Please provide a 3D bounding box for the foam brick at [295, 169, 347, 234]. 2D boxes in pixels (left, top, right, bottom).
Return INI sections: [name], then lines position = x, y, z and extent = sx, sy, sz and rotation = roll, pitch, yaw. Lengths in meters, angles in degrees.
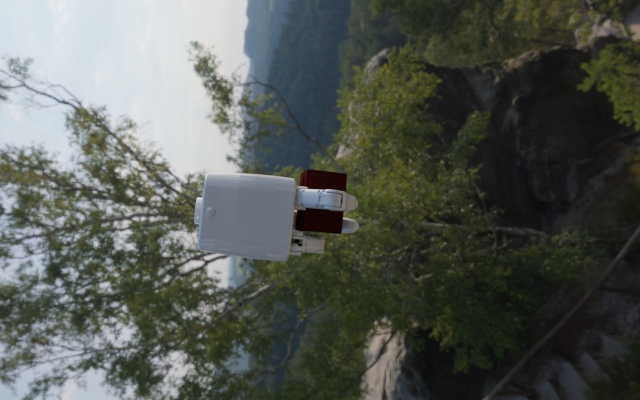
[foam brick]
position = 0.000, 0.002, 0.605
extent = 0.051, 0.078, 0.053
rotation = 6, -3, -11
